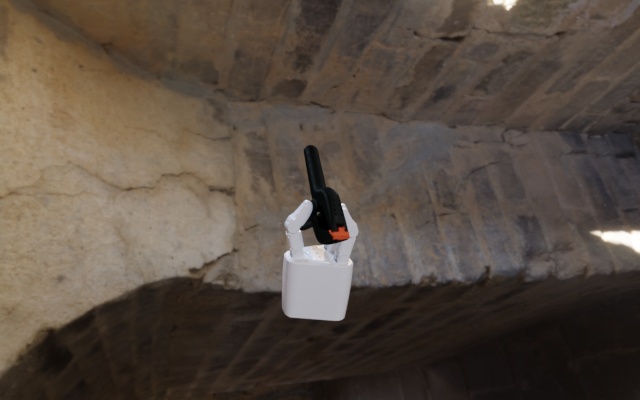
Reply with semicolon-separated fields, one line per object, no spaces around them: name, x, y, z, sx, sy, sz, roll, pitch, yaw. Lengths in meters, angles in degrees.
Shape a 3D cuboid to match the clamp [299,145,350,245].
clamp;-0.001;0.003;0.797;0.036;0.164;0.210;-2;17;-18
